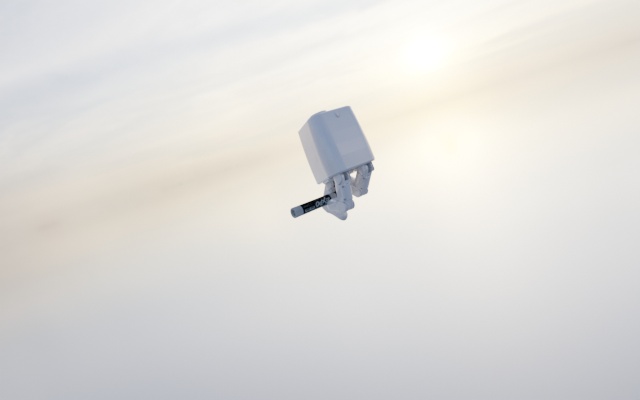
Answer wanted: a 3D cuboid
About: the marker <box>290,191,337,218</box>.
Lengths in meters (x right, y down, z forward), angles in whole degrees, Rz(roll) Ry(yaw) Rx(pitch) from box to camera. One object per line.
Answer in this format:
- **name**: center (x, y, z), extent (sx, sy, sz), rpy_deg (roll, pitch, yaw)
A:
- **marker**: center (0.000, 0.003, 0.840), extent (0.121, 0.020, 0.020), rpy_deg (-22, 13, -34)
